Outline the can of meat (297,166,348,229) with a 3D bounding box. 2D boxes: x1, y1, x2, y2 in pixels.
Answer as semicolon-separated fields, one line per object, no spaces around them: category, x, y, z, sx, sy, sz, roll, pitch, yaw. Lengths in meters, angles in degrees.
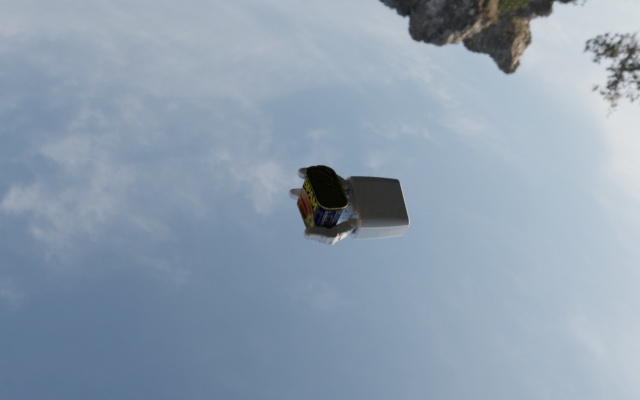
can of meat;0.000;0.003;0.851;0.057;0.102;0.084;-3;-41;-24
